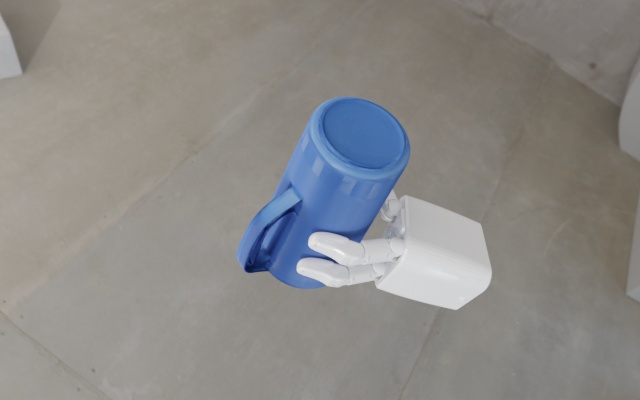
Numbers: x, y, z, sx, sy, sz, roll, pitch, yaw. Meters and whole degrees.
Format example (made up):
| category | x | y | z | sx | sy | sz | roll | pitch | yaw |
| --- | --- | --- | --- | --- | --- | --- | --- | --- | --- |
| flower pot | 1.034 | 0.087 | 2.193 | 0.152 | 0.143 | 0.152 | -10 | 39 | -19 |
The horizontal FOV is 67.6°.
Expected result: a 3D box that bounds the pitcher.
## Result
| category | x | y | z | sx | sy | sz | roll | pitch | yaw |
| --- | --- | --- | --- | --- | --- | --- | --- | --- | --- |
| pitcher | 0.000 | 0.002 | 0.558 | 0.145 | 0.149 | 0.243 | 20 | -37 | -6 |
